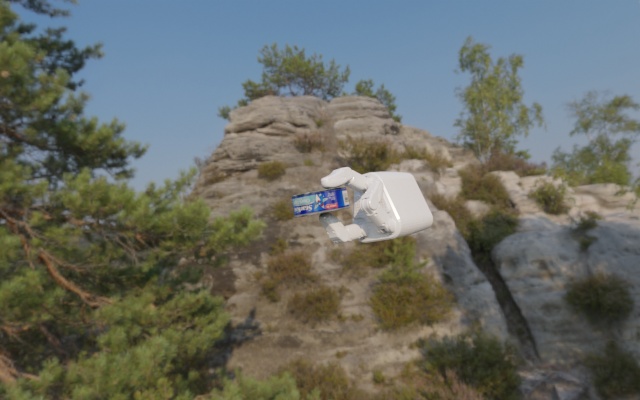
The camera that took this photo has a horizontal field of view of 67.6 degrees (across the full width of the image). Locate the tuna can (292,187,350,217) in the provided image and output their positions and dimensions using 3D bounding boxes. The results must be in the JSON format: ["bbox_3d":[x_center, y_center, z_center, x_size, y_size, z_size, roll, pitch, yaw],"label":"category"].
[{"bbox_3d":[0.000,0.002,0.725,0.086,0.034,0.086,-10,0,0],"label":"tuna can"}]
